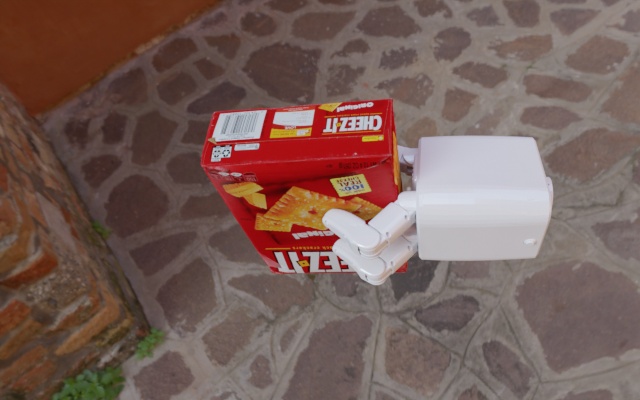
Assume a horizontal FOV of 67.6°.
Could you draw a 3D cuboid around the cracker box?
[{"bbox_3d":[0.000,0.001,0.480,0.164,0.072,0.214,-2,-34,13],"label":"cracker box"}]
